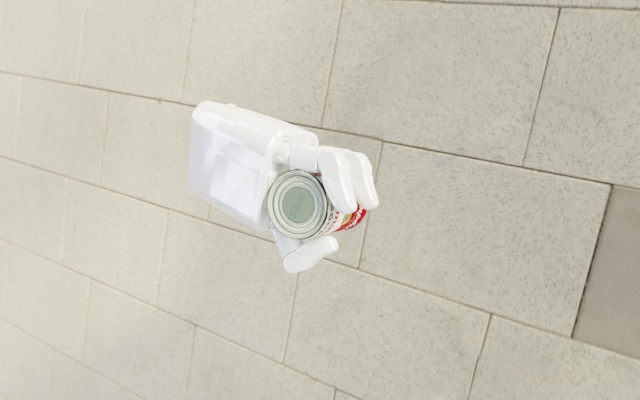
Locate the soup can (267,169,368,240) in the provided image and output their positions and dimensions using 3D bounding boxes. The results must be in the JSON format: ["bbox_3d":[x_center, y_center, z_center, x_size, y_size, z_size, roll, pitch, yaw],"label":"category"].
[{"bbox_3d":[0.000,0.002,0.490,0.068,0.068,0.102,0,3,27],"label":"soup can"}]
